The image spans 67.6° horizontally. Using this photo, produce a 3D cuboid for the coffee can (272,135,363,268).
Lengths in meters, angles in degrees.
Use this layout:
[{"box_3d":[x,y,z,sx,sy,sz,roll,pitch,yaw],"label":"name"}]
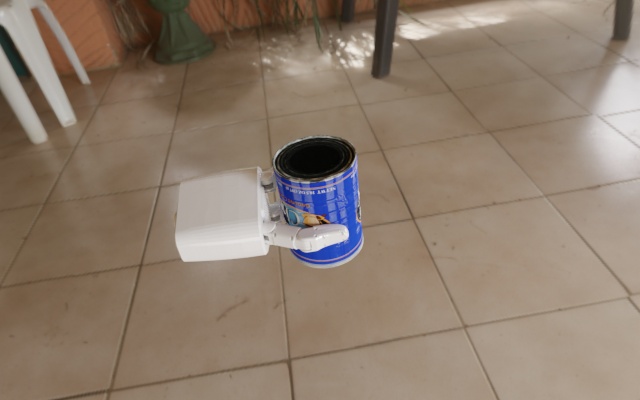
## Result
[{"box_3d":[0.000,0.002,0.614,0.103,0.140,0.102,-5,37,4],"label":"coffee can"}]
